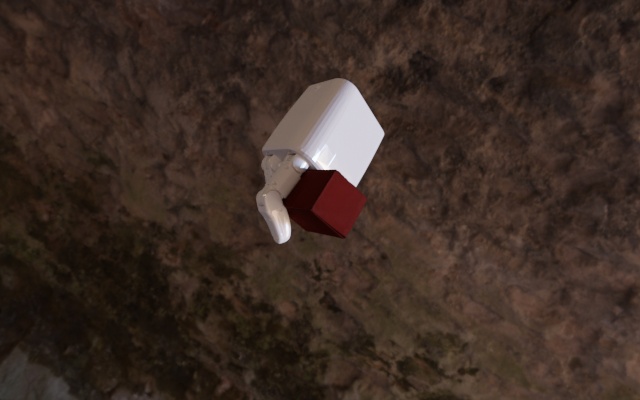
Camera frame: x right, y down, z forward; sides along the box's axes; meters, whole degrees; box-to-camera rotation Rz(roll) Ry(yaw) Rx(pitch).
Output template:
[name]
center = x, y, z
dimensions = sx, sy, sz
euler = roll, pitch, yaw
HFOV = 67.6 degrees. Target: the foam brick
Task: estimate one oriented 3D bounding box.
[foam brick]
center = 0.000, 0.002, 0.505
dimensions = 0.053, 0.051, 0.078
euler = 42, -18, -28
